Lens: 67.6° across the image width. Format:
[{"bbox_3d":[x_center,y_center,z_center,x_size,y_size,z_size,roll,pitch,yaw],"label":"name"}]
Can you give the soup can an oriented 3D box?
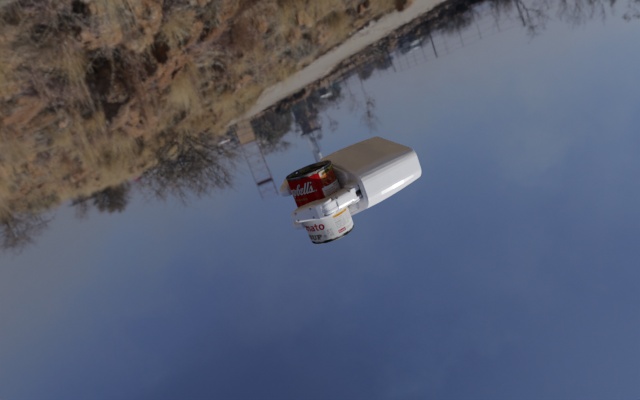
[{"bbox_3d":[0.000,0.003,0.681,0.068,0.102,0.068,-20,14,5],"label":"soup can"}]
